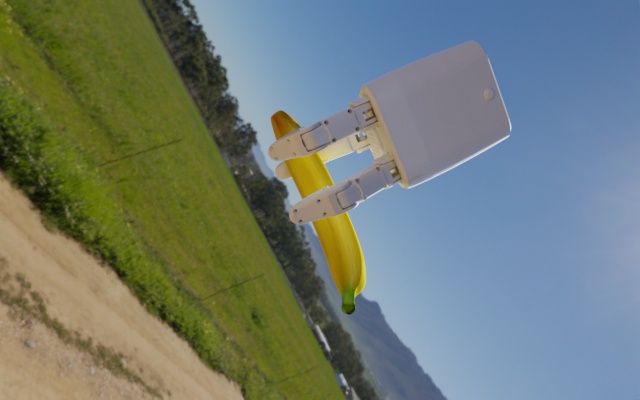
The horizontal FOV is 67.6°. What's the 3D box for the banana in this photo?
[{"bbox_3d":[0.004,0.007,0.457,0.037,0.197,0.069,-23,-11,3],"label":"banana"}]
